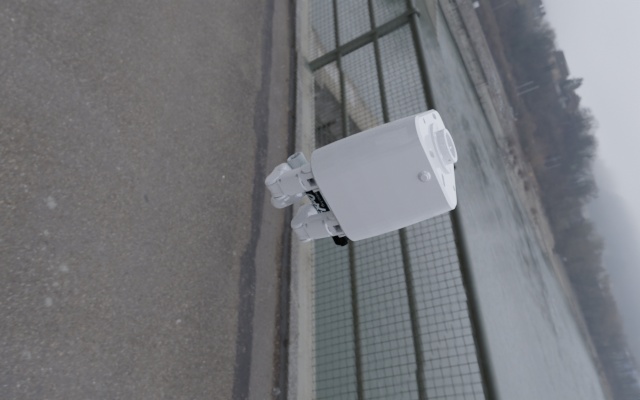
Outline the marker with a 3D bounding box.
[{"bbox_3d":[0.000,0.002,0.530,0.020,0.121,0.020,-25,22,11],"label":"marker"}]
